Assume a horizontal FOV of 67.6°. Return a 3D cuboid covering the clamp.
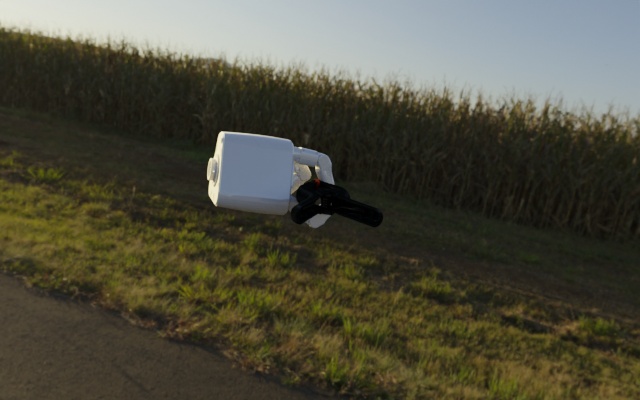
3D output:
[{"bbox_3d":[0.000,0.002,0.671,0.120,0.039,0.171,6,11,-22],"label":"clamp"}]
